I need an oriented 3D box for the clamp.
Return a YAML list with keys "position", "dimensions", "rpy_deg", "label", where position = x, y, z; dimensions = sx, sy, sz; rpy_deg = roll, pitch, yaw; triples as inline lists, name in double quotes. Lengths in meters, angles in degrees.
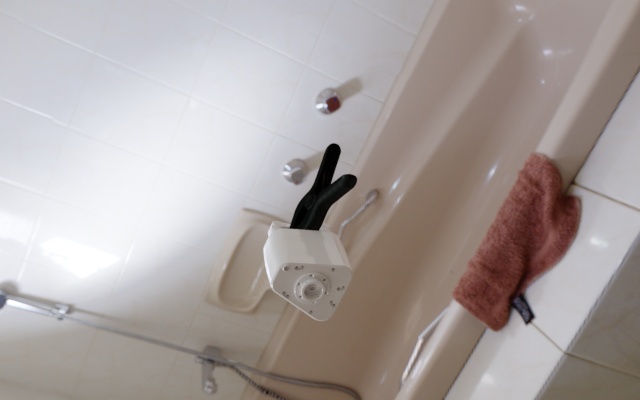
- position: [-0.001, 0.002, 0.738]
  dimensions: [0.039, 0.171, 0.120]
  rpy_deg: [21, 15, -18]
  label: "clamp"
